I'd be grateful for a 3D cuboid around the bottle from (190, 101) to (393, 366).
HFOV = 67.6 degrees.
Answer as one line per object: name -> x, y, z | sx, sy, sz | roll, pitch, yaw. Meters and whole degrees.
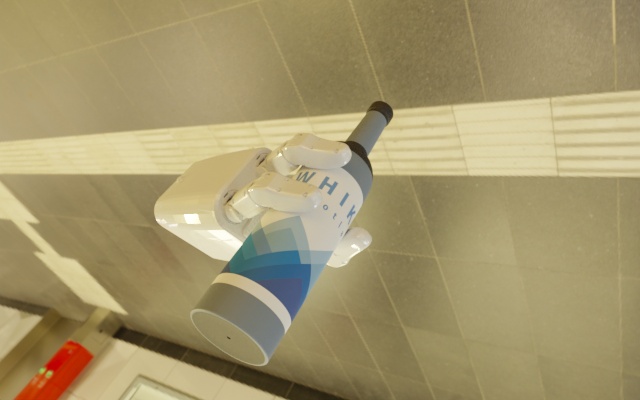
bottle -> 0.000, 0.002, 0.429 | 0.069, 0.069, 0.295 | 0, 42, 37
